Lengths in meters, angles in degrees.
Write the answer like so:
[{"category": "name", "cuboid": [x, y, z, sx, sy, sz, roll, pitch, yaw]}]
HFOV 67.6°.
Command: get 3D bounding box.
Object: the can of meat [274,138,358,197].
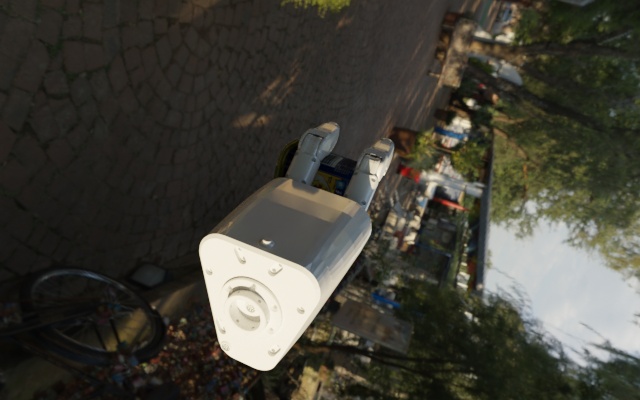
[{"category": "can of meat", "cuboid": [0.000, 0.002, 0.466, 0.084, 0.102, 0.057, 20, 25, 15]}]
